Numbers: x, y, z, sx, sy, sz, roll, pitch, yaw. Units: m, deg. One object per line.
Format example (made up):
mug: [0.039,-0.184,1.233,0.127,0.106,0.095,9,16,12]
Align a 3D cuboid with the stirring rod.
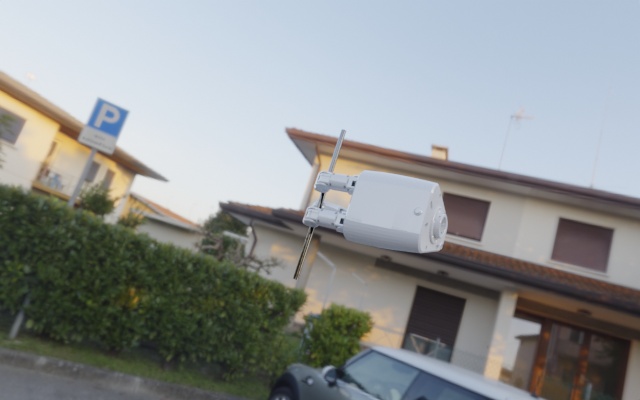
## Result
stirring rod: [0.000,0.002,0.716,0.011,0.239,0.011,17,-13,4]
